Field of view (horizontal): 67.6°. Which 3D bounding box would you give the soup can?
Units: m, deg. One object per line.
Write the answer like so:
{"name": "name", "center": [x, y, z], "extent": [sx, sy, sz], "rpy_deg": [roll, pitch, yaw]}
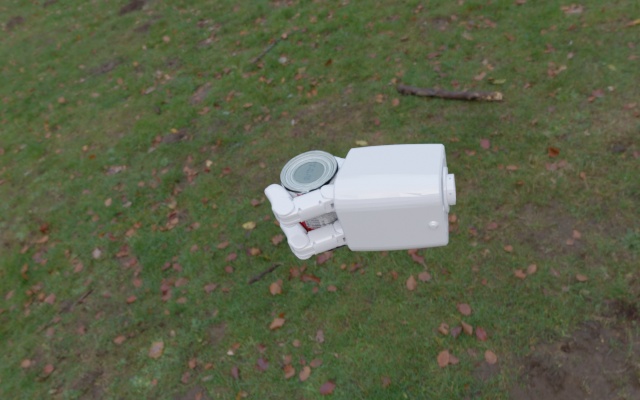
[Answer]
{"name": "soup can", "center": [0.000, 0.002, 0.554], "extent": [0.068, 0.068, 0.102], "rpy_deg": [0, -44, 21]}
